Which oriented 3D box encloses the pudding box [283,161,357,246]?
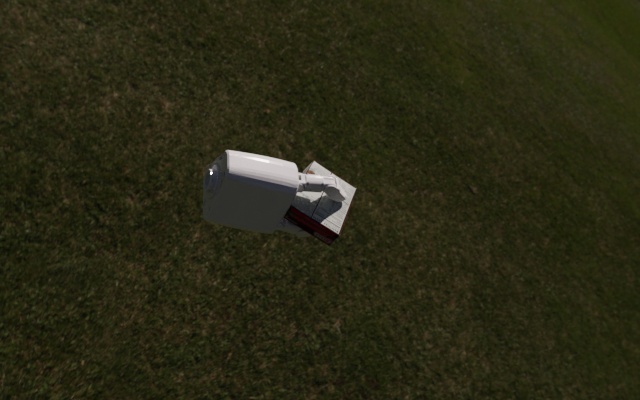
[{"bbox_3d":[0.000,0.002,0.747,0.090,0.113,0.039,33,-42,-9],"label":"pudding box"}]
